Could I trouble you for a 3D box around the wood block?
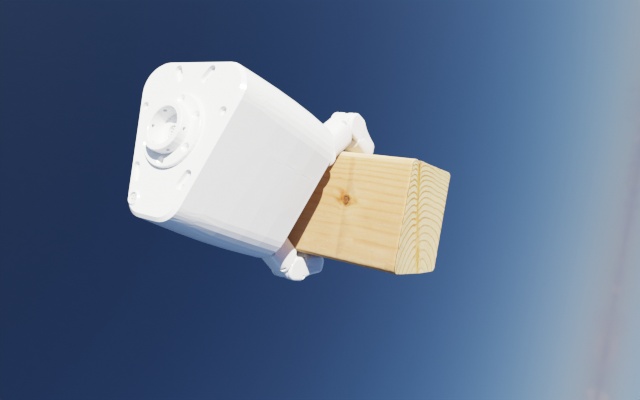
[{"bbox_3d":[0.000,0.002,0.445,0.206,0.091,0.090,10,0,33],"label":"wood block"}]
